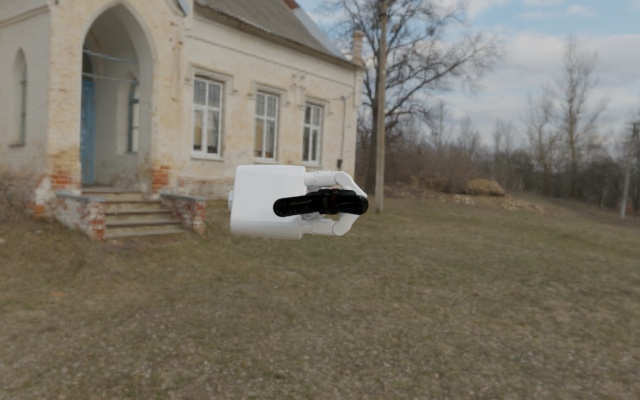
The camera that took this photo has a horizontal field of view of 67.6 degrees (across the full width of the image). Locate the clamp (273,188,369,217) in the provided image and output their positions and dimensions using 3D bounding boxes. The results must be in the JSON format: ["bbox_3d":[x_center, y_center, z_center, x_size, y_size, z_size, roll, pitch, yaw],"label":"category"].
[{"bbox_3d":[0.000,0.002,0.664,0.120,0.039,0.171,3,2,0],"label":"clamp"}]
